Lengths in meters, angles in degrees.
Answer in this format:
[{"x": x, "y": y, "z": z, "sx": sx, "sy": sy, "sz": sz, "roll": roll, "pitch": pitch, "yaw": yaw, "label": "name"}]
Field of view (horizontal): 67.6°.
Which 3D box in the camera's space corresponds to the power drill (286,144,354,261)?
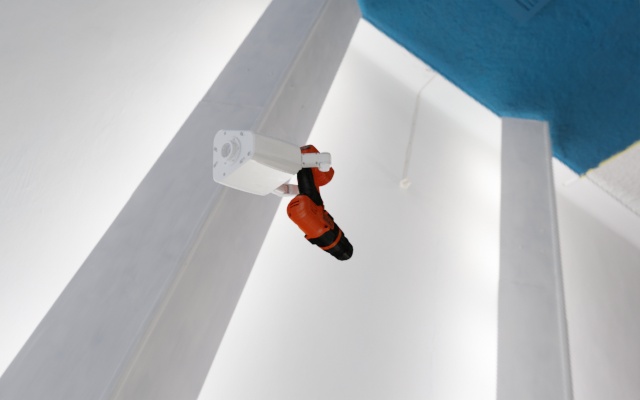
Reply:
[{"x": 0.000, "y": 0.002, "z": 0.874, "sx": 0.057, "sy": 0.187, "sz": 0.184, "roll": -24, "pitch": -43, "yaw": 18, "label": "power drill"}]
